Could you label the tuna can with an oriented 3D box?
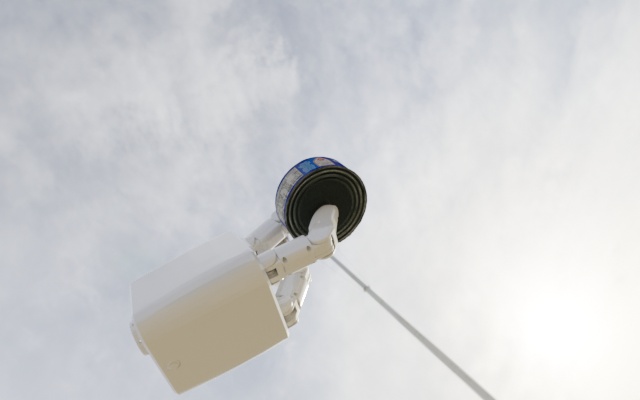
[{"bbox_3d":[0.000,0.001,0.464,0.086,0.086,0.033,0,23,-27],"label":"tuna can"}]
